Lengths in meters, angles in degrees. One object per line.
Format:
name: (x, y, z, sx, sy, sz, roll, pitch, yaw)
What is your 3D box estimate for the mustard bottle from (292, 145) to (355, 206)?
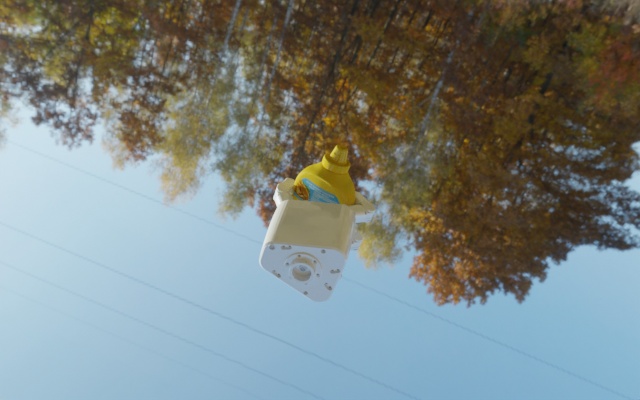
mustard bottle: (0.000, 0.002, 0.728, 0.096, 0.192, 0.058, 32, 31, 19)
